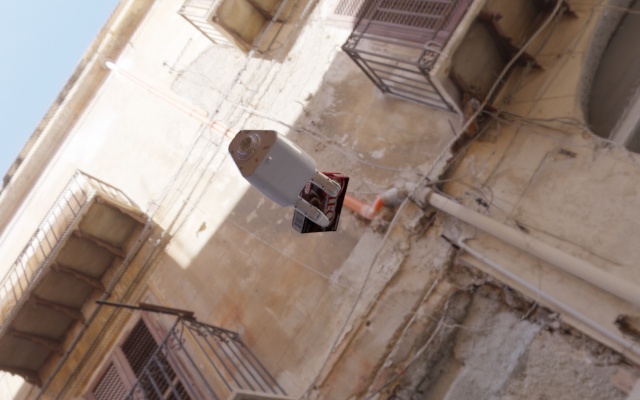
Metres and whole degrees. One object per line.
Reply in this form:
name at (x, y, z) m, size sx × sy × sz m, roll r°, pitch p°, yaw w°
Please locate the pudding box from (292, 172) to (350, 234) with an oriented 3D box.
pudding box at (0.000, 0.003, 0.891) m, size 0.090 × 0.113 × 0.039 m, roll 0°, pitch 22°, yaw -41°
